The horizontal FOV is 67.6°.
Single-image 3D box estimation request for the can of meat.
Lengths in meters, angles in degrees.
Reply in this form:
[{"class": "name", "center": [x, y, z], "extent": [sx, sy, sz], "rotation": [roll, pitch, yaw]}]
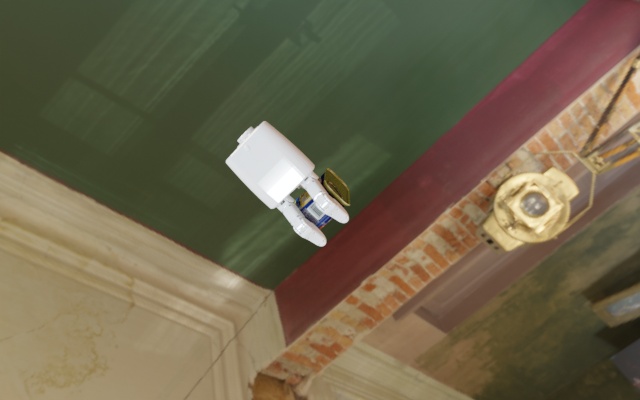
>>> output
[{"class": "can of meat", "center": [0.000, 0.003, 0.796], "extent": [0.084, 0.057, 0.102], "rotation": [-43, 13, 15]}]
